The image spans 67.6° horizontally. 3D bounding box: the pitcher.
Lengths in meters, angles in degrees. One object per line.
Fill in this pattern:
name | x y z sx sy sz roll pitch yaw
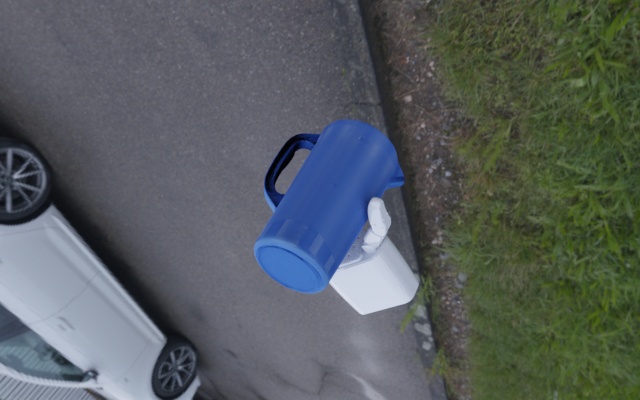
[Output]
pitcher | 0.000 0.002 0.679 0.149 0.145 0.242 -11 36 43
